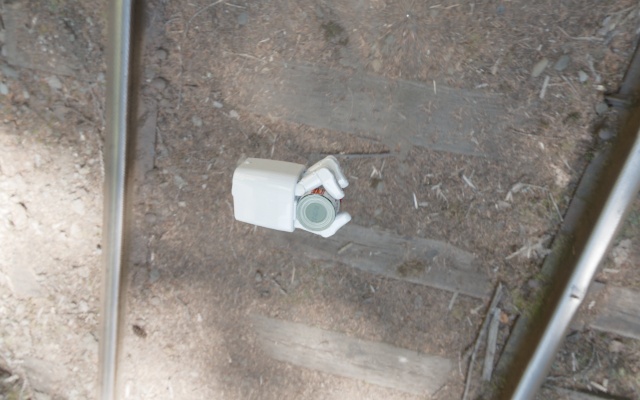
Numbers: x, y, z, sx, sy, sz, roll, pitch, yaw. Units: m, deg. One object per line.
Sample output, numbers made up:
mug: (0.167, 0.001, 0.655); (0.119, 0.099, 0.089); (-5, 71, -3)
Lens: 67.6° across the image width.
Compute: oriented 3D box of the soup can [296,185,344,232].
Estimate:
soup can: (0.001, 0.003, 0.813); (0.068, 0.068, 0.102); (0, 21, 10)
